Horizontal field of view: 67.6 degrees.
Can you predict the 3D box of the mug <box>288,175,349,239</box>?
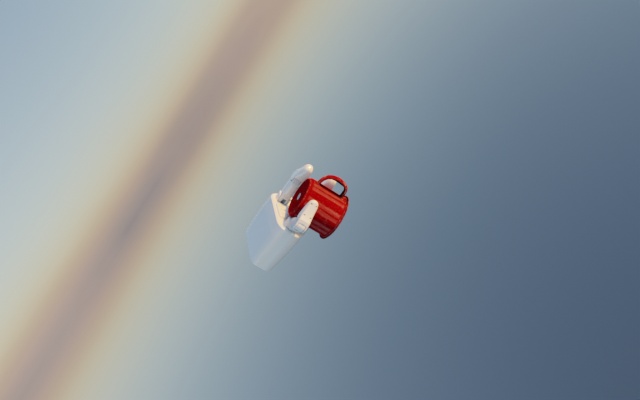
[{"bbox_3d":[0.001,0.002,0.880,0.081,0.117,0.093,32,24,-17],"label":"mug"}]
